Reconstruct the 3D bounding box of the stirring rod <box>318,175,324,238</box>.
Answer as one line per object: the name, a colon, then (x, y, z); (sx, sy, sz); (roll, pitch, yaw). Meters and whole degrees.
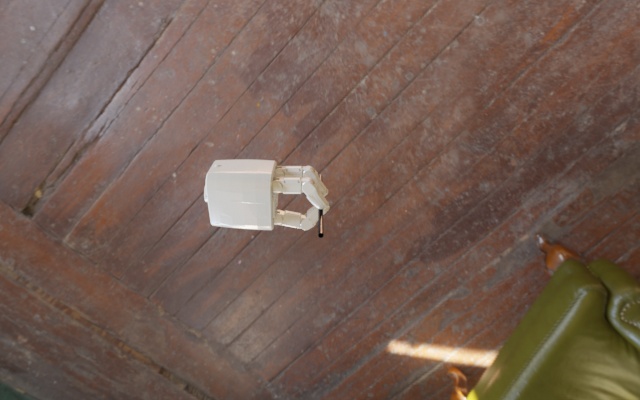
stirring rod: (0.000, 0.003, 0.809); (0.011, 0.011, 0.239); (0, 24, 0)
